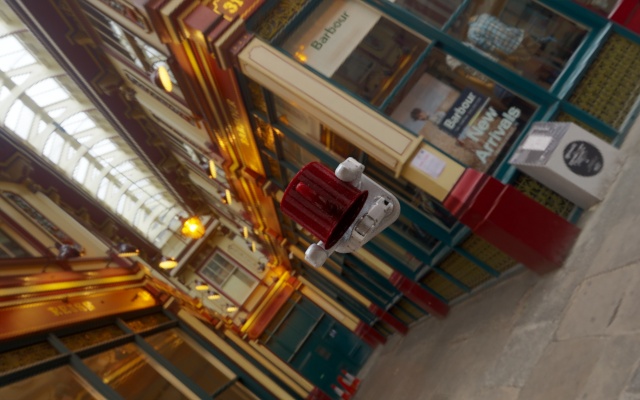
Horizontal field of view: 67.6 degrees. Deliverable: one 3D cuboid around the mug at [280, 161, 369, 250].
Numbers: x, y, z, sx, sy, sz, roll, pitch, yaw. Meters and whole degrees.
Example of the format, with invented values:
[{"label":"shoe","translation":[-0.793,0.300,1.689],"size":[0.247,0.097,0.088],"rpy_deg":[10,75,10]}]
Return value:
[{"label":"mug","translation":[0.000,0.002,0.605],"size":[0.081,0.093,0.117],"rpy_deg":[36,3,13]}]
